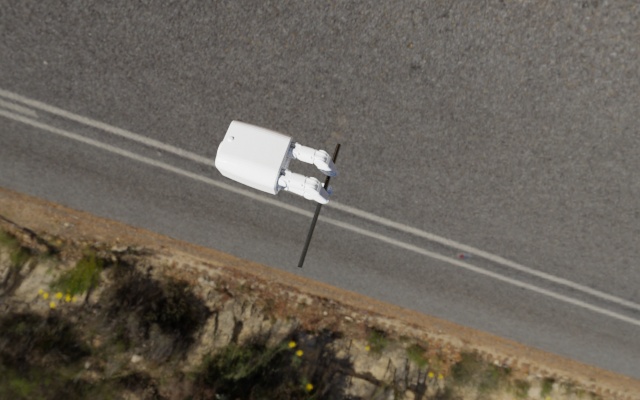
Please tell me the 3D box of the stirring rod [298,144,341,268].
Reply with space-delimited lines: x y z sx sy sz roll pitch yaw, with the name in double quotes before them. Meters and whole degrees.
"stirring rod" 0.000 0.003 0.818 0.011 0.239 0.011 15 -25 7
